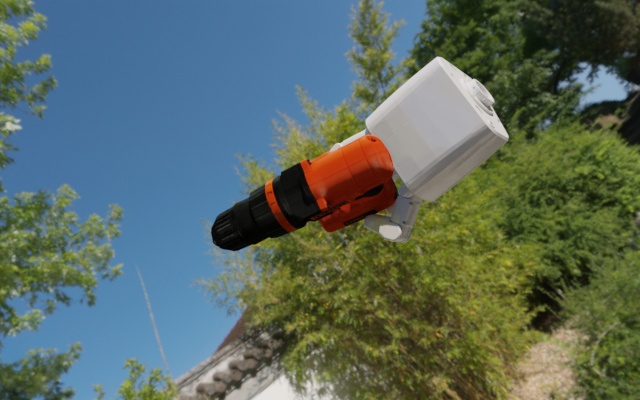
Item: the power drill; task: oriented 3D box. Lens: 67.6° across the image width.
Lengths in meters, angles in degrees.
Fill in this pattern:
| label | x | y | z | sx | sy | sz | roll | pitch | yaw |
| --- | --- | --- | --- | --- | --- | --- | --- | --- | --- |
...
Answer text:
| label | x | y | z | sx | sy | sz | roll | pitch | yaw |
| --- | --- | --- | --- | --- | --- | --- | --- | --- | --- |
| power drill | 0.000 | 0.001 | 0.499 | 0.184 | 0.057 | 0.187 | -24 | -8 | 16 |
